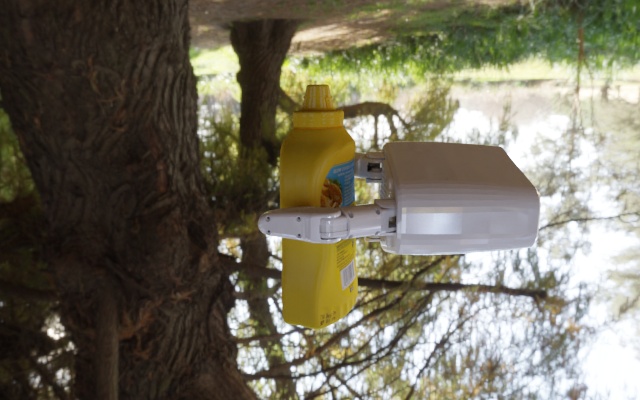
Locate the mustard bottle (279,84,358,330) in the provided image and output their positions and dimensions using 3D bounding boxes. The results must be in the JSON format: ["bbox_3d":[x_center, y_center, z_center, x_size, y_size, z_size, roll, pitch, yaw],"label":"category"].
[{"bbox_3d":[0.000,0.002,0.400,0.058,0.192,0.096,5,14,24],"label":"mustard bottle"}]
